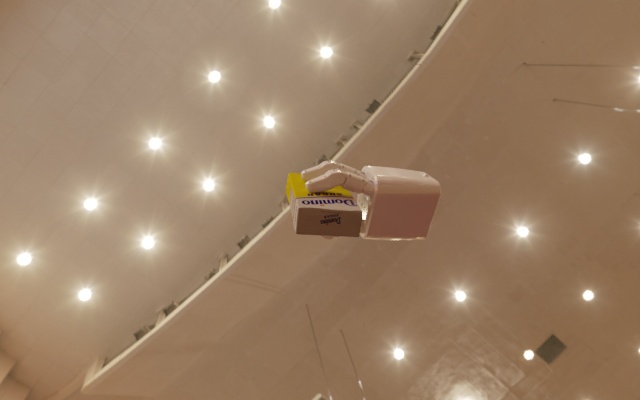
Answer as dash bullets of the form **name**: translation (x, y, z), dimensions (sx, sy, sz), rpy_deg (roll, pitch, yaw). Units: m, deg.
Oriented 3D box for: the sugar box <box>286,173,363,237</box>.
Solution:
- **sugar box**: translation (0.000, 0.002, 0.733), dimensions (0.093, 0.048, 0.176), rpy_deg (3, 16, -11)
